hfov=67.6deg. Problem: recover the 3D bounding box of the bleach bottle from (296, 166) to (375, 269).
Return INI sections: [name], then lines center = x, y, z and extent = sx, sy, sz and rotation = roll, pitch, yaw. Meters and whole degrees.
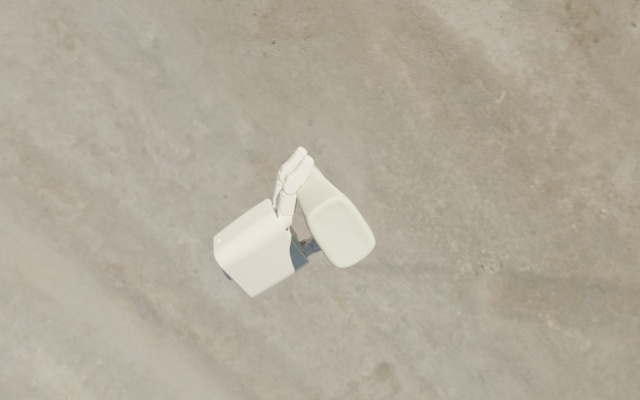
[bleach bottle]
center = 0.000, 0.002, 0.715
extent = 0.068, 0.103, 0.250
rotation = -34, 22, 0
